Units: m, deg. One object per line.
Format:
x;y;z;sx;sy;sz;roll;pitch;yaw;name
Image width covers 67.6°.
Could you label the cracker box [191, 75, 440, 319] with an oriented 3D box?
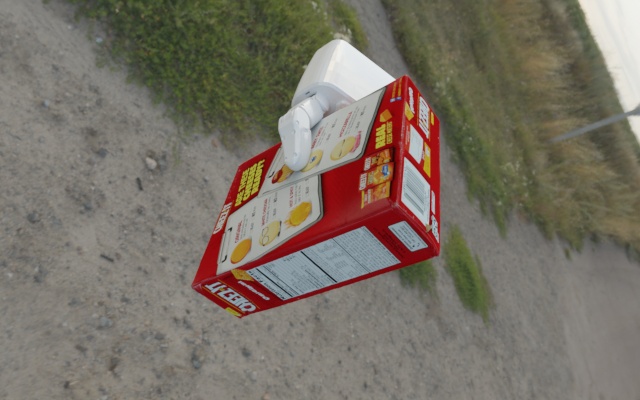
0.000;0.001;0.431;0.214;0.164;0.072;-24;-54;32;cracker box
